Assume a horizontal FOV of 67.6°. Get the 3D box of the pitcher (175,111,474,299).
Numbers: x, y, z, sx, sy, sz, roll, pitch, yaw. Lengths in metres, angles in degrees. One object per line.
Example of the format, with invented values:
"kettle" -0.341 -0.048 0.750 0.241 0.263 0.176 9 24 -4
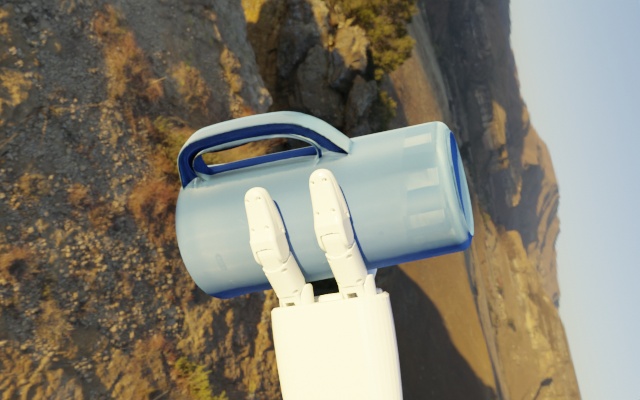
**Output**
"pitcher" 0.000 0.002 0.424 0.243 0.145 0.149 -12 -11 22
